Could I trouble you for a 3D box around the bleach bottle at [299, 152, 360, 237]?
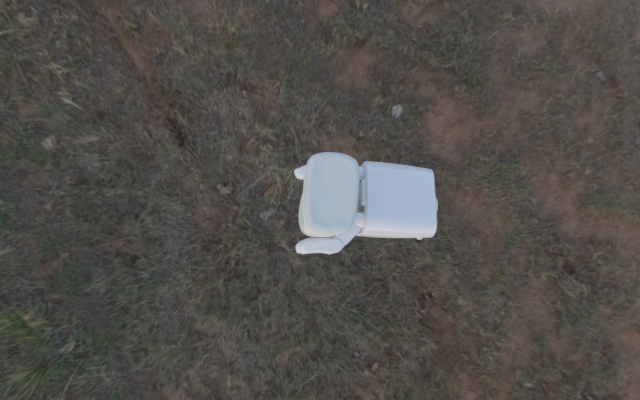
[{"bbox_3d":[0.000,0.002,0.697,0.068,0.102,0.251,5,-5,-6],"label":"bleach bottle"}]
